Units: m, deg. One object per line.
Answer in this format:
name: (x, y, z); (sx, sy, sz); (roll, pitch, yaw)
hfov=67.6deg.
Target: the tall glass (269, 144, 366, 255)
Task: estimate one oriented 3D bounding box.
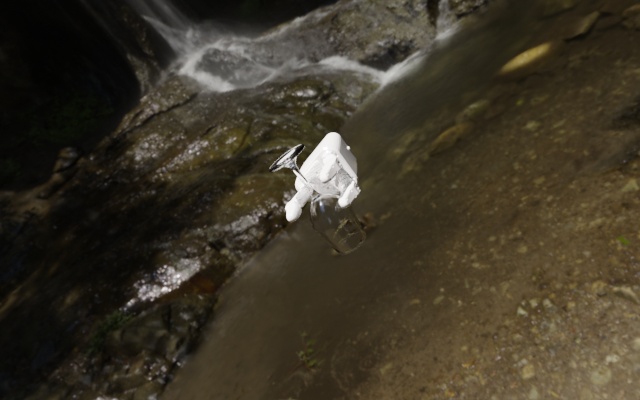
tall glass: (0.000, 0.002, 0.836); (0.079, 0.201, 0.079); (-33, 18, 12)
